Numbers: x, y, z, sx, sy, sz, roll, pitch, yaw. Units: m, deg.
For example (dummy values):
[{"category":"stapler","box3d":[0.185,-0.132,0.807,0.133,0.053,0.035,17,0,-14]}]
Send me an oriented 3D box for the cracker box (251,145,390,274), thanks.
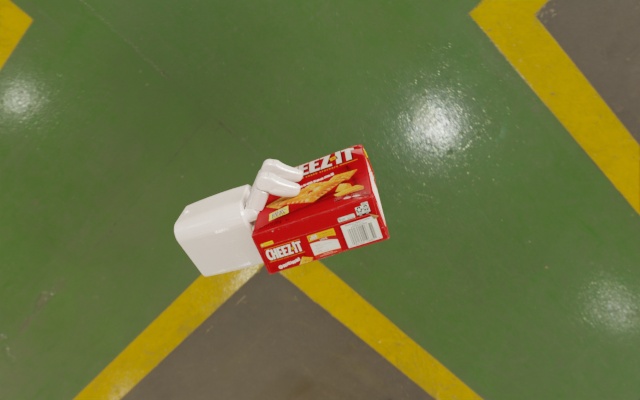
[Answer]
[{"category":"cracker box","box3d":[0.000,0.002,0.686,0.164,0.072,0.213,-18,23,9]}]
